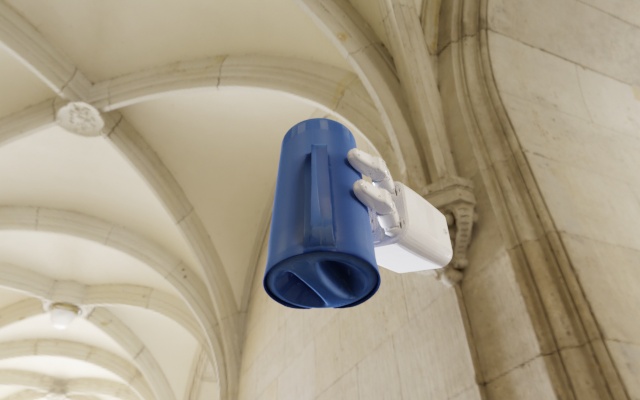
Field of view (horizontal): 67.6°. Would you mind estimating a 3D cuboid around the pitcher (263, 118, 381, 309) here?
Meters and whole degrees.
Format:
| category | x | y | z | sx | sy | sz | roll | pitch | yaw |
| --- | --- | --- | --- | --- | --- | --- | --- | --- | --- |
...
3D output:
| category | x | y | z | sx | sy | sz | roll | pitch | yaw |
| --- | --- | --- | --- | --- | --- | --- | --- | --- | --- |
| pitcher | 0.000 | 0.002 | 0.605 | 0.145 | 0.242 | 0.149 | 30 | -50 | -32 |
